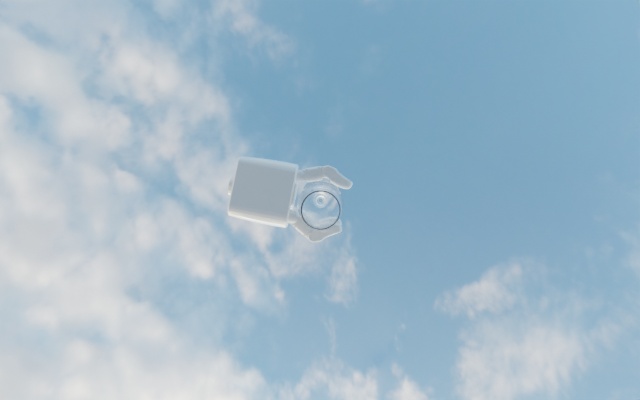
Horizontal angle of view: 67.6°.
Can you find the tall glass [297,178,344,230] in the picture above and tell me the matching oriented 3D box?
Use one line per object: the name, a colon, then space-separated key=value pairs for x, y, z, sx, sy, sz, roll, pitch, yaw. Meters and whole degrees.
tall glass: x=0.000 y=0.003 z=0.834 sx=0.079 sy=0.079 sz=0.201 roll=0 pitch=7 yaw=0
